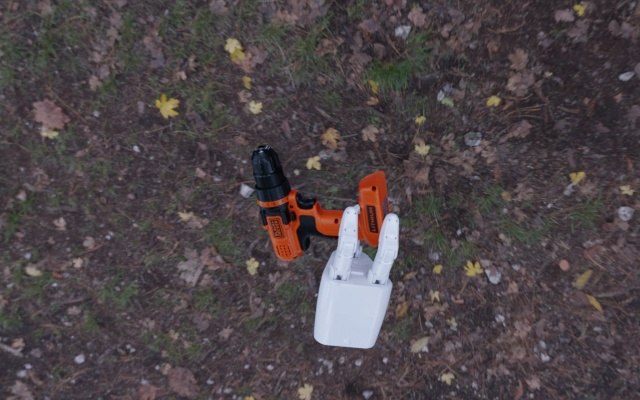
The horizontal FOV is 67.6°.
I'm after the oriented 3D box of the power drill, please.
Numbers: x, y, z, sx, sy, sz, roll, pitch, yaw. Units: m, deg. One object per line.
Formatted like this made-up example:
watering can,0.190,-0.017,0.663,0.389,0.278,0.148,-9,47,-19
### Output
power drill,0.001,0.002,0.680,0.187,0.184,0.057,-2,30,20
